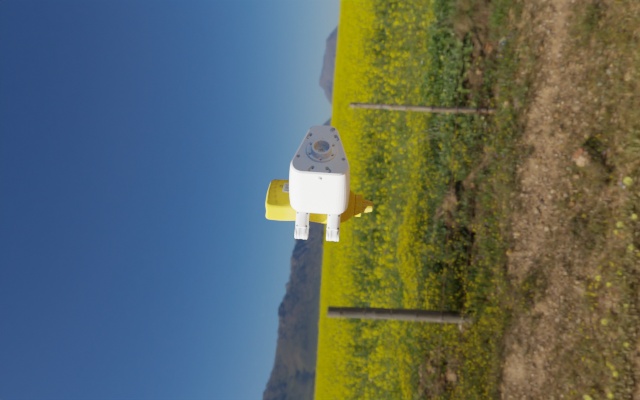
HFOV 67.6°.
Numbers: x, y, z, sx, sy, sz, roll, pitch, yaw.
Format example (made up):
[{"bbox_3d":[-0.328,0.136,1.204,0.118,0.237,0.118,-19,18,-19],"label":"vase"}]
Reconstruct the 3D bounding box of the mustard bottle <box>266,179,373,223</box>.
[{"bbox_3d":[0.000,0.003,0.877,0.191,0.058,0.096,4,30,2],"label":"mustard bottle"}]
